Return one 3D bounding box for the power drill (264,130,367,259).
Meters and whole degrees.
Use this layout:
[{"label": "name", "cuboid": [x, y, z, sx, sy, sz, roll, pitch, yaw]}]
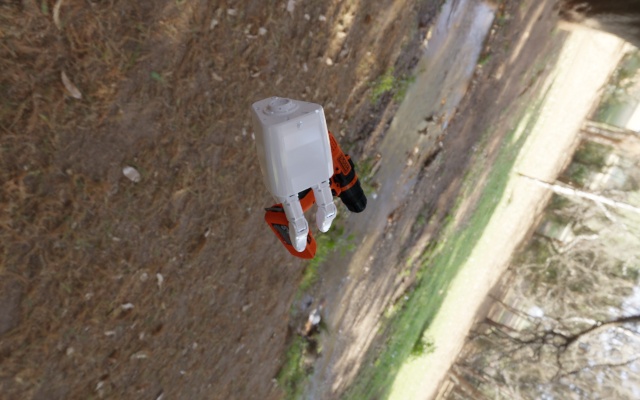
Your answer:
[{"label": "power drill", "cuboid": [0.000, 0.003, 0.795, 0.057, 0.187, 0.184, 1, -43, 41]}]
